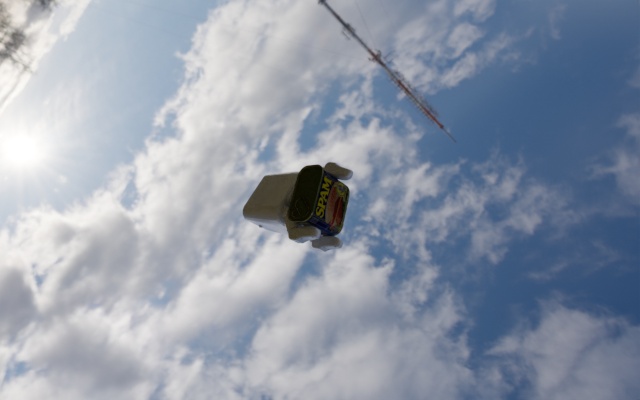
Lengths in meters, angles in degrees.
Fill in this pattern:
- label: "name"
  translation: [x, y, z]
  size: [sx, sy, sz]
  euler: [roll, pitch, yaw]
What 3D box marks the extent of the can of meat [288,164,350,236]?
- label: "can of meat"
  translation: [0.000, 0.003, 0.811]
  size: [0.057, 0.102, 0.084]
  euler: [-3, -24, 42]
